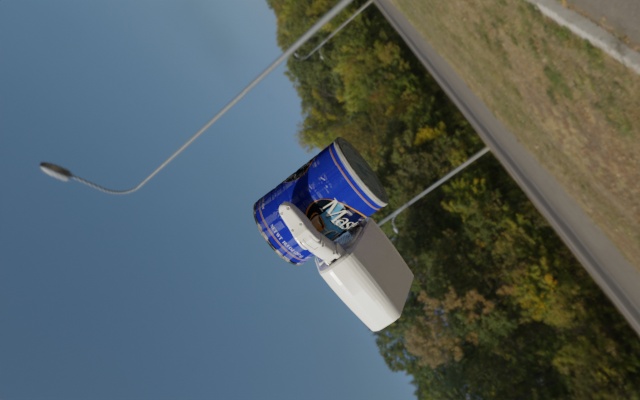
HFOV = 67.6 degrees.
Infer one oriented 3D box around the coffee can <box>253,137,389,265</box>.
[{"bbox_3d":[0.000,0.002,0.608,0.140,0.103,0.103,-37,-12,17],"label":"coffee can"}]
